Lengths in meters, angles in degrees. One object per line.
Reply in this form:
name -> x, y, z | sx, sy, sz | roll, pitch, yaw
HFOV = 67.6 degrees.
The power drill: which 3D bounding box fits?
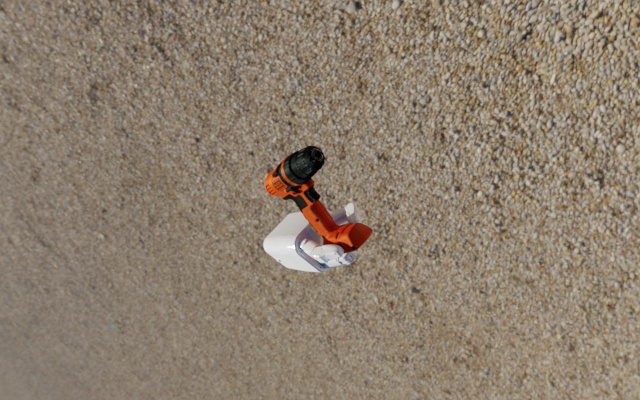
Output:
power drill -> 0.000, 0.003, 0.794 | 0.057, 0.187, 0.184 | -43, 8, -26
